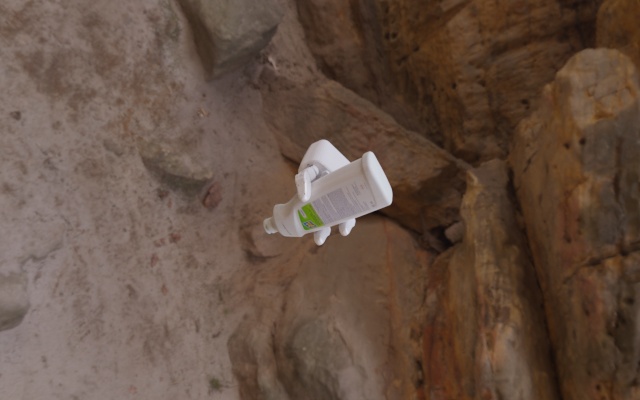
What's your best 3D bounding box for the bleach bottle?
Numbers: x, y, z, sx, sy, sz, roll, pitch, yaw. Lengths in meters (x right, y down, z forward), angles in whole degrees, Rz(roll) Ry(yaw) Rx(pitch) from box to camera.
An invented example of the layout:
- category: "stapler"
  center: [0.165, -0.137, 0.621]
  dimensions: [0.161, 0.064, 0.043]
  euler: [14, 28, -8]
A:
- category: "bleach bottle"
  center: [0.000, 0.003, 0.888]
  dimensions: [0.251, 0.103, 0.068]
  euler: [-21, 25, 22]
